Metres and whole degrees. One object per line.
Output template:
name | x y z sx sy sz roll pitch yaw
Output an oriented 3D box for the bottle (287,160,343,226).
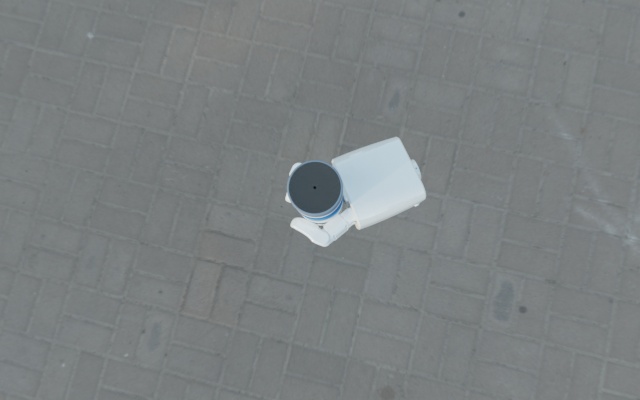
bottle | 0.000 0.002 0.707 0.069 0.069 0.296 0 -7 3
